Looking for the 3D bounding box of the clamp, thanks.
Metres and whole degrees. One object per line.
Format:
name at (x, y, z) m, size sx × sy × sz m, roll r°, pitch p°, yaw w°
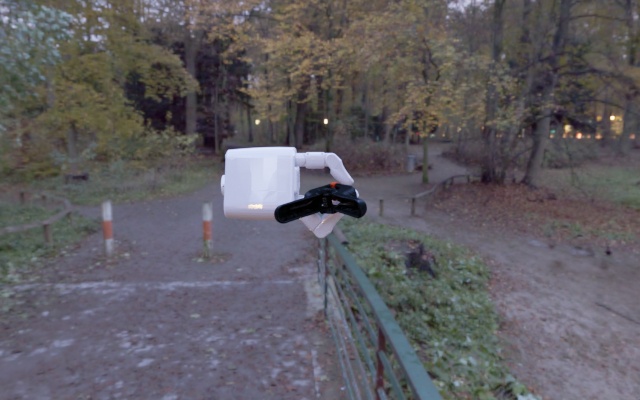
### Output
clamp at (0.000, 0.002, 0.679) m, size 0.120 × 0.039 × 0.171 m, roll 0°, pitch 8°, yaw 1°
